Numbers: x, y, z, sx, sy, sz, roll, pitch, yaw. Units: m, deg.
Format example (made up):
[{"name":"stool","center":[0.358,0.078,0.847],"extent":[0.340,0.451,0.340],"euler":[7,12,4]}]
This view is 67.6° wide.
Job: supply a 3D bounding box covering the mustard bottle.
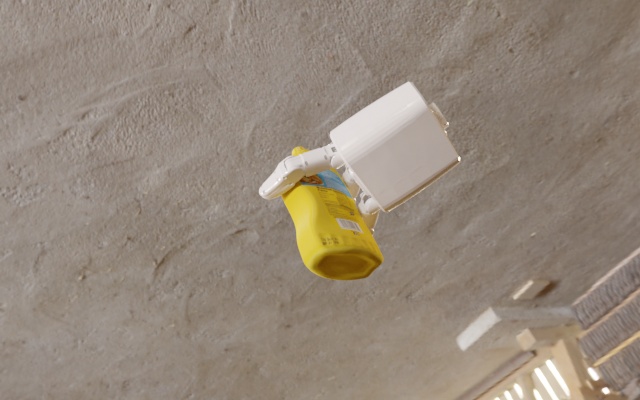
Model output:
[{"name":"mustard bottle","center":[0.000,0.002,0.566],"extent":[0.096,0.191,0.058],"euler":[14,-52,-36]}]
